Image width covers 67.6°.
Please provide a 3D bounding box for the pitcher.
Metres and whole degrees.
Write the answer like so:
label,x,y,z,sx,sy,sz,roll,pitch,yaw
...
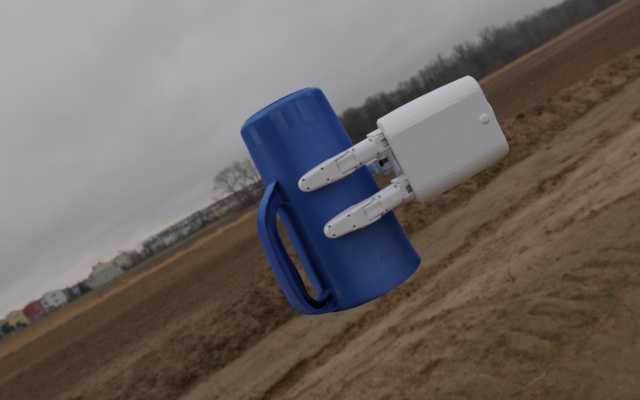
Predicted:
label,x,y,z,sx,sy,sz,roll,pitch,yaw
pitcher,0.000,0.002,0.555,0.145,0.243,0.149,-27,5,8
